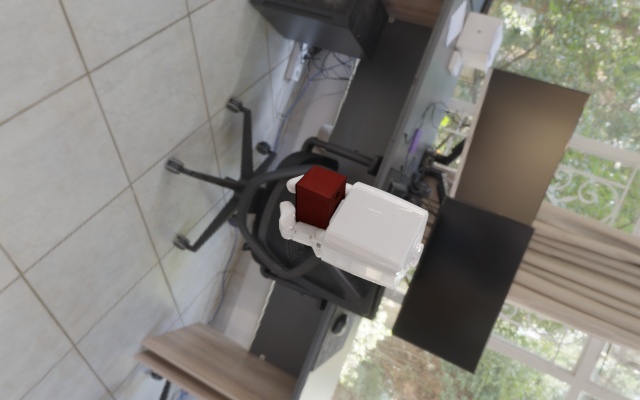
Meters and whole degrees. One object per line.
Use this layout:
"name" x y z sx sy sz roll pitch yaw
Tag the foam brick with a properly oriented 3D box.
"foam brick" 0.000 0.002 0.641 0.051 0.078 0.053 22 46 20
